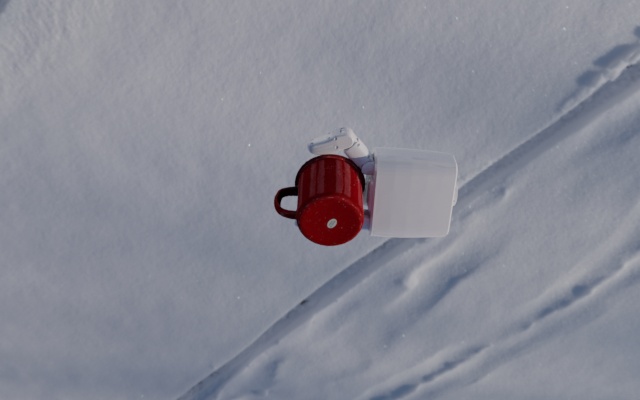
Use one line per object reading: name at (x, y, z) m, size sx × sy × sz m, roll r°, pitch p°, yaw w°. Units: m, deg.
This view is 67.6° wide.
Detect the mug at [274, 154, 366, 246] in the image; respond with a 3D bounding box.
mug at (-0.001, 0.002, 0.597) m, size 0.117 × 0.093 × 0.081 m, roll 2°, pitch 37°, yaw 0°
